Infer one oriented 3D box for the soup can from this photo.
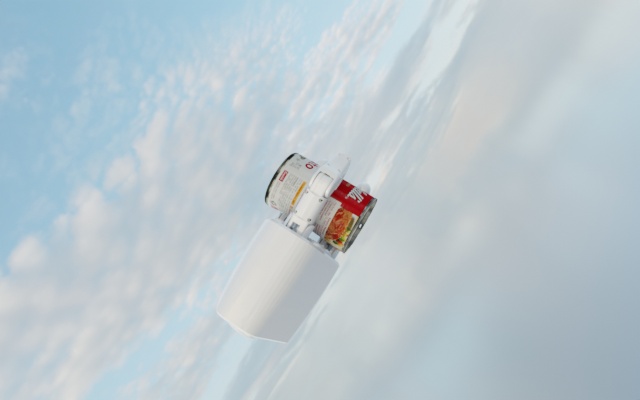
[{"bbox_3d":[0.000,0.001,0.512,0.102,0.068,0.068,31,6,10],"label":"soup can"}]
